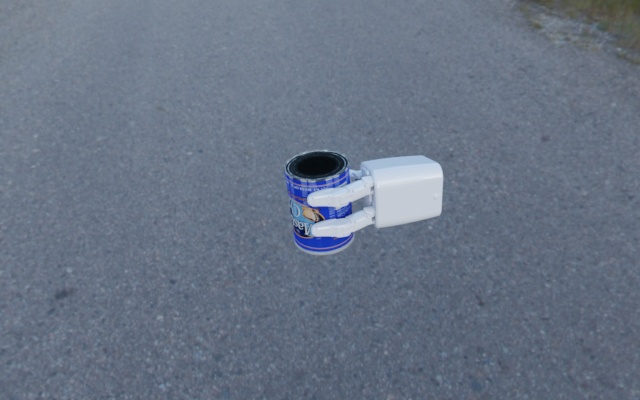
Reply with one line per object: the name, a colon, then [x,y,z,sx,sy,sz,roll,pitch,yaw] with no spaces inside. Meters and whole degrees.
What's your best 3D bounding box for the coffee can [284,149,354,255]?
coffee can: [0.000,0.003,0.772,0.103,0.140,0.102,-4,32,3]
